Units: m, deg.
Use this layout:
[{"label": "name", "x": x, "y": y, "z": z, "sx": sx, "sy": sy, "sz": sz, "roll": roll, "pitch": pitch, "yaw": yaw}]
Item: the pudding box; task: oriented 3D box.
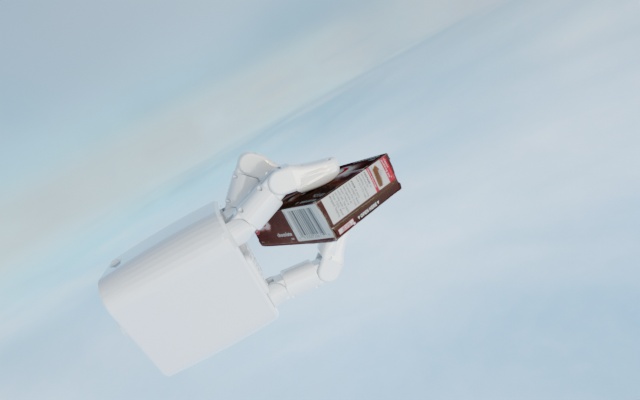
[{"label": "pudding box", "x": 0.000, "y": 0.002, "z": 0.417, "sx": 0.090, "sy": 0.039, "sz": 0.113, "roll": -36, "pitch": 17, "yaw": -35}]
